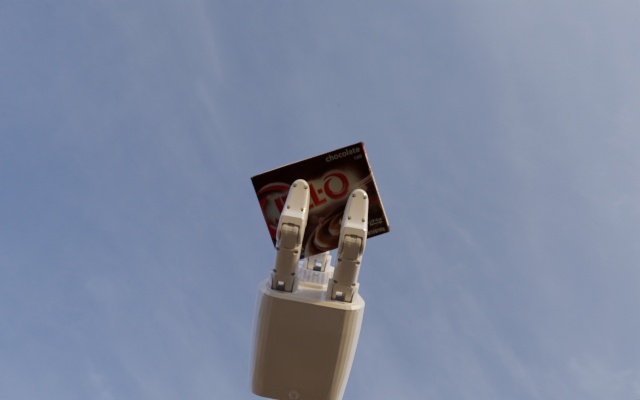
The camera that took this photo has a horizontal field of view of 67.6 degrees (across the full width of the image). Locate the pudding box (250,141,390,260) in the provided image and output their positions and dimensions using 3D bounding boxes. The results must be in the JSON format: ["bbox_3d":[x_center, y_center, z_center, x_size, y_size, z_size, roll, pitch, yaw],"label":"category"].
[{"bbox_3d":[0.000,0.002,0.461,0.113,0.090,0.039,-18,8,5],"label":"pudding box"}]
